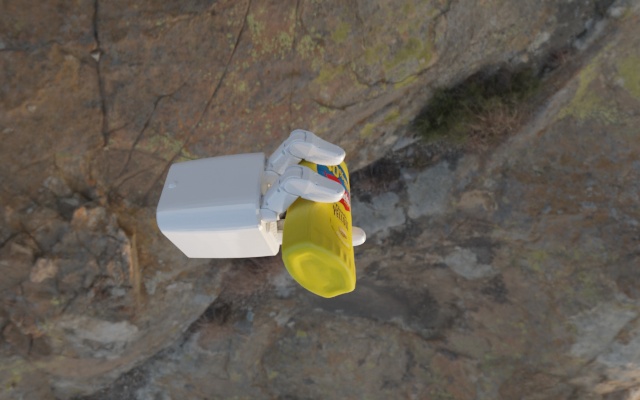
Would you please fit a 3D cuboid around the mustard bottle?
[{"bbox_3d":[0.000,0.002,0.521,0.058,0.191,0.096,-22,-48,22],"label":"mustard bottle"}]
